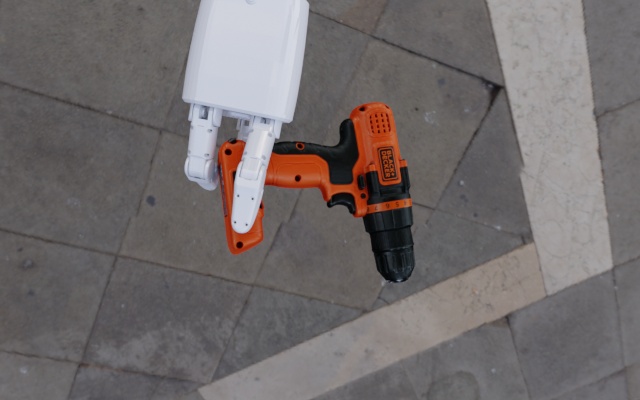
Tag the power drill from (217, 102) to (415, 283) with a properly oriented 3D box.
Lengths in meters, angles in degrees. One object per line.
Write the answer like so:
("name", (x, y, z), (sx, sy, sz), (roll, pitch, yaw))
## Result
("power drill", (0.000, 0.001, 0.469), (0.187, 0.184, 0.057), (-8, -5, -17))
